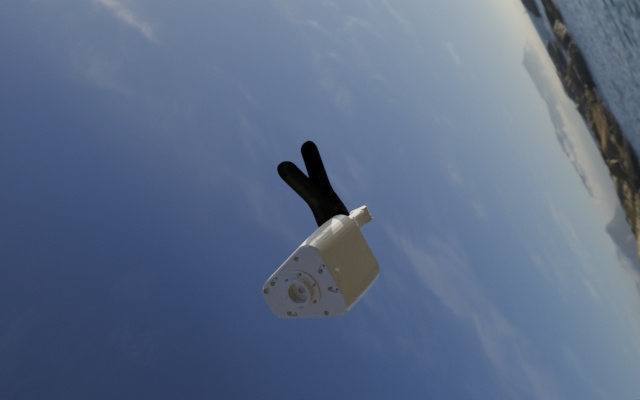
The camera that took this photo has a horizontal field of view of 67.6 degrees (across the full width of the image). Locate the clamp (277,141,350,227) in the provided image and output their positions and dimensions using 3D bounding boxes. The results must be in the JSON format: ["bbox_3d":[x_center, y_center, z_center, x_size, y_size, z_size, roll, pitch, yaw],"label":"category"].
[{"bbox_3d":[0.000,0.002,0.654,0.039,0.171,0.120,-28,3,30],"label":"clamp"}]
